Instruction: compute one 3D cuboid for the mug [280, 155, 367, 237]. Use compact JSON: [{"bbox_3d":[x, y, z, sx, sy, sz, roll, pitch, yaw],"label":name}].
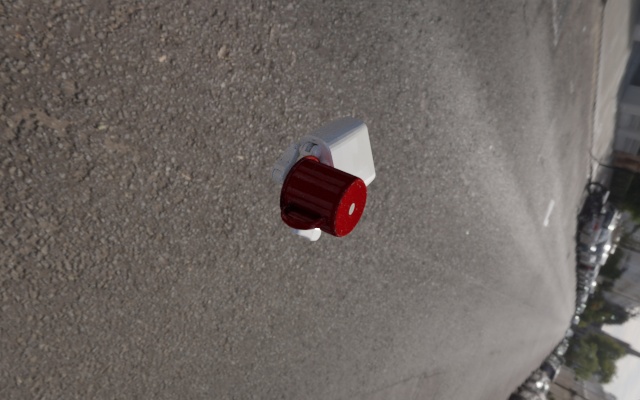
[{"bbox_3d":[-0.001,0.003,0.611,0.081,0.093,0.117,23,38,29],"label":"mug"}]
